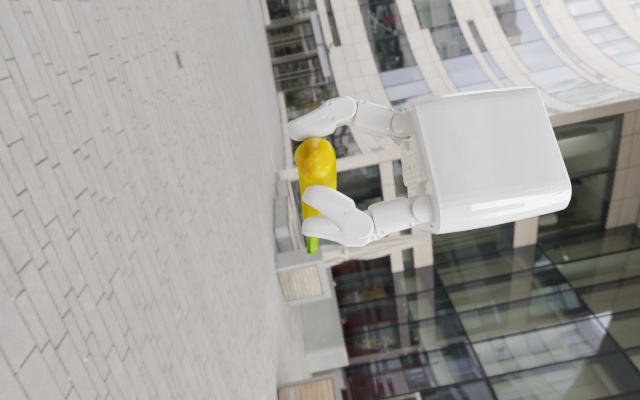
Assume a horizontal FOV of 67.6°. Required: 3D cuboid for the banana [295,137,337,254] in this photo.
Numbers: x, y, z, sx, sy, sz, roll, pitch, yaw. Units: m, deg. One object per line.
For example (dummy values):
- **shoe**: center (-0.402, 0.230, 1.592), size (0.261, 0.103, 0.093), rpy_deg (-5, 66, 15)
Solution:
- **banana**: center (-0.002, -0.014, 0.447), size (0.037, 0.069, 0.198), rpy_deg (-6, -26, -2)
